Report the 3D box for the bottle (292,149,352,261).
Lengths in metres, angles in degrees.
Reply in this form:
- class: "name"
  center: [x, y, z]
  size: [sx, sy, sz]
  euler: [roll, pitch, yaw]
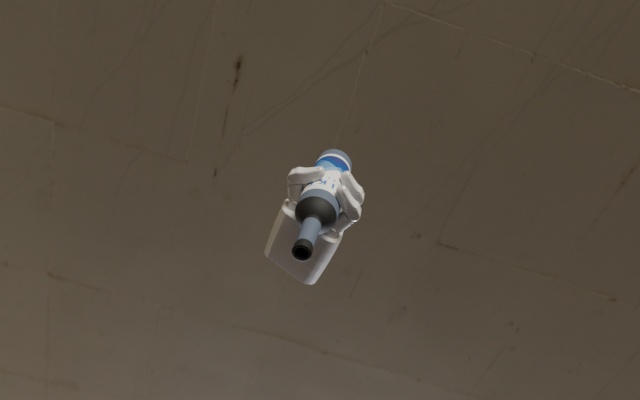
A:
- class: "bottle"
  center: [0.000, 0.002, 0.762]
  size: [0.069, 0.069, 0.295]
  euler: [0, 27, 11]
